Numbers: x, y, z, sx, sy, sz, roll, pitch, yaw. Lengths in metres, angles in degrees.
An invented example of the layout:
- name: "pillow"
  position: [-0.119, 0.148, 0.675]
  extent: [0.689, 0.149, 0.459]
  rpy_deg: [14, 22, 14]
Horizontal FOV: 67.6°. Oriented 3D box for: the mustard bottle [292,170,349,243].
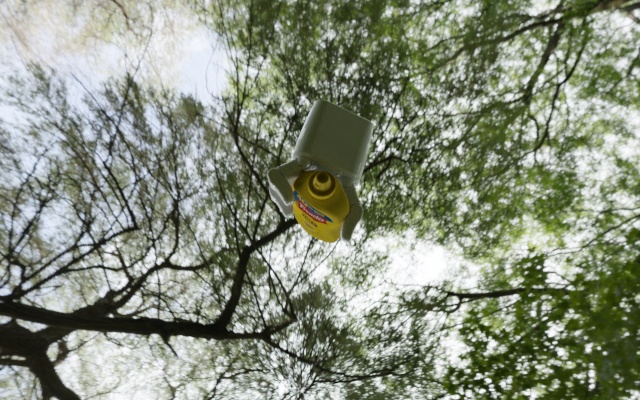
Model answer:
- name: "mustard bottle"
  position: [0.000, 0.003, 0.744]
  extent: [0.096, 0.058, 0.192]
  rpy_deg: [40, -18, 12]
